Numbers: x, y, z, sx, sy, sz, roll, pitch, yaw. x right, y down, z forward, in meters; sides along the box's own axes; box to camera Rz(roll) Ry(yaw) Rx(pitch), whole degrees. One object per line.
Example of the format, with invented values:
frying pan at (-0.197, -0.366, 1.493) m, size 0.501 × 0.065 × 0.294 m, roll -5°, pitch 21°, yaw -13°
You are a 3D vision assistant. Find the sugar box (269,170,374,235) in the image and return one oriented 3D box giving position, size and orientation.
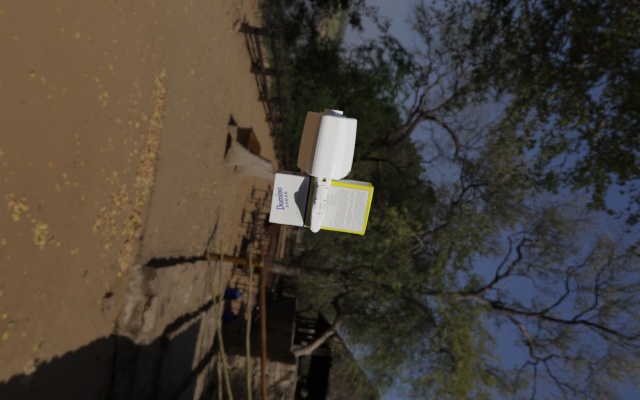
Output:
sugar box at (0.000, 0.003, 0.865) m, size 0.176 × 0.093 × 0.048 m, roll 9°, pitch 14°, yaw -1°
